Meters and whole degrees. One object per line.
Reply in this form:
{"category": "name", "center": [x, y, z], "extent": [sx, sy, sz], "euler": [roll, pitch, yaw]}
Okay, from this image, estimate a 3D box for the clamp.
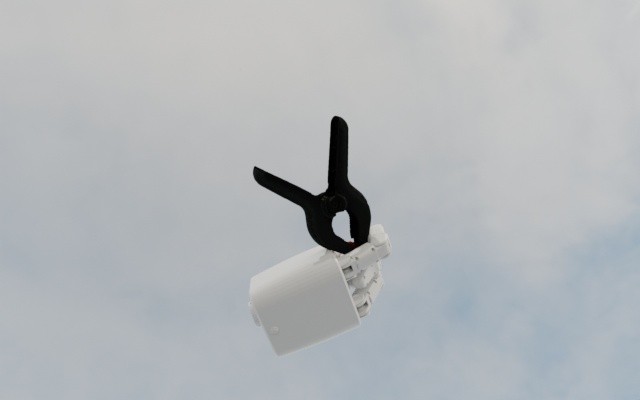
{"category": "clamp", "center": [0.000, 0.002, 0.552], "extent": [0.120, 0.171, 0.039], "euler": [-23, 18, -8]}
